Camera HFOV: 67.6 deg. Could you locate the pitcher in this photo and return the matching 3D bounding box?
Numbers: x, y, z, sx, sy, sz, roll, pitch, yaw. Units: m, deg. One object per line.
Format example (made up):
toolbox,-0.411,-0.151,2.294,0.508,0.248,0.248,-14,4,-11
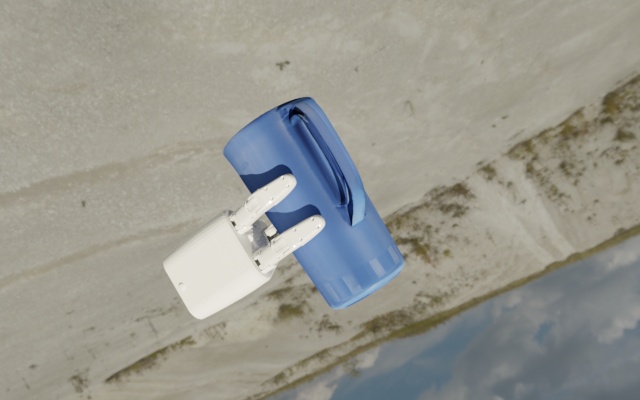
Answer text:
pitcher,0.000,0.002,0.580,0.145,0.243,0.149,-34,-5,14
